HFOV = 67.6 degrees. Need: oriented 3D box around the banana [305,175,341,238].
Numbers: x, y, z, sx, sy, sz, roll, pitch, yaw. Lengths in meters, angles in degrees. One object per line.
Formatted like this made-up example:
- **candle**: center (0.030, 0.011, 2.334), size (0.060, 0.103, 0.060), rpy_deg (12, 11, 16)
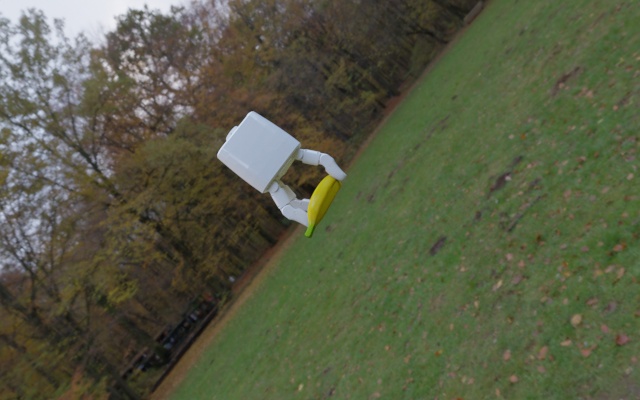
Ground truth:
- **banana**: center (0.008, -0.010, 0.858), size (0.037, 0.070, 0.197), rpy_deg (31, 30, 1)
